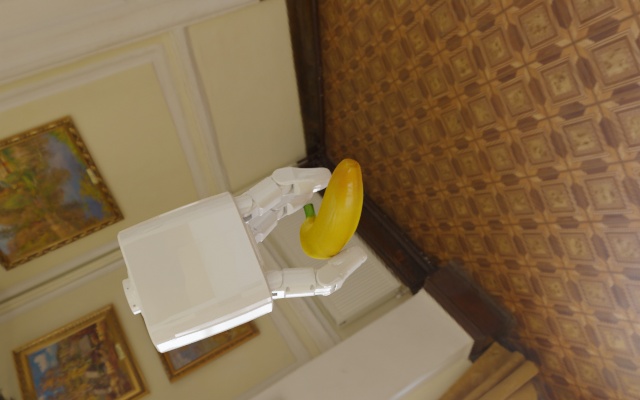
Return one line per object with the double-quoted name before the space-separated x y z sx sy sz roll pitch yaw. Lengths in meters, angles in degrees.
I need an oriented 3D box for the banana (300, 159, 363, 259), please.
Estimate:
"banana" 0.004 0.020 0.457 0.037 0.069 0.198 -13 -8 -16
